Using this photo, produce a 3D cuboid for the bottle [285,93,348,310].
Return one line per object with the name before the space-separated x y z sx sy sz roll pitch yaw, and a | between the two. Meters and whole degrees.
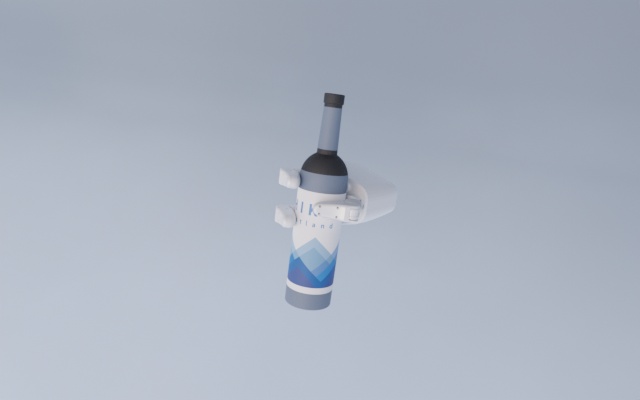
bottle | 0.000 0.002 0.660 0.069 0.296 0.069 7 12 -2
